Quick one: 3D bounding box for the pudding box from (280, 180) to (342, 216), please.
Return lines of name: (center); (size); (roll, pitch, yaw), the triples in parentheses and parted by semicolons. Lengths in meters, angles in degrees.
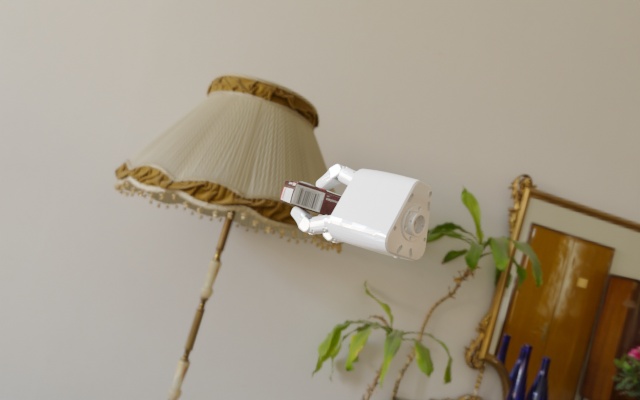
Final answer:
pudding box: (0.000, 0.002, 0.750); (0.113, 0.039, 0.090); (20, -2, -15)
